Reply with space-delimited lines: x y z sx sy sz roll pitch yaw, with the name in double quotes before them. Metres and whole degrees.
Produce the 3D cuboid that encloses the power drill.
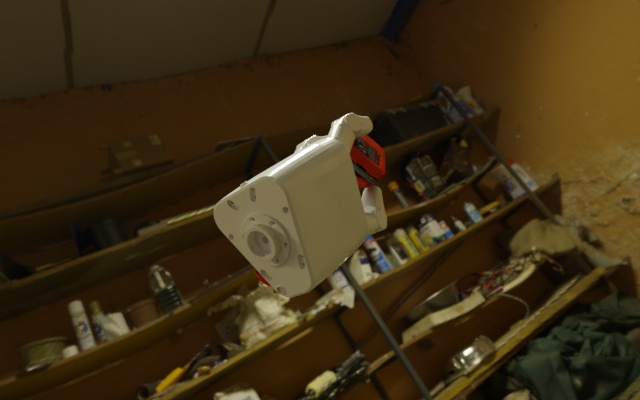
"power drill" 0.000 0.002 0.582 0.057 0.188 0.184 36 21 -8
